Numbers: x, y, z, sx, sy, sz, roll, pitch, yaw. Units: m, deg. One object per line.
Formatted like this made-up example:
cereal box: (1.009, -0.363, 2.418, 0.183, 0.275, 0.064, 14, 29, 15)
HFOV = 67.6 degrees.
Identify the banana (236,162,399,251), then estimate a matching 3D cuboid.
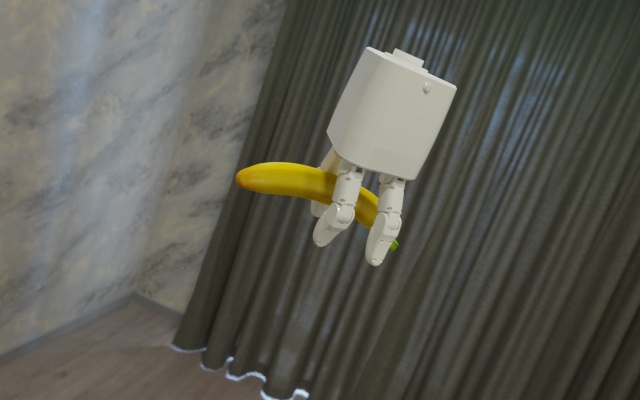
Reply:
banana: (0.003, -0.007, 0.538, 0.198, 0.037, 0.069, 22, 30, -13)
